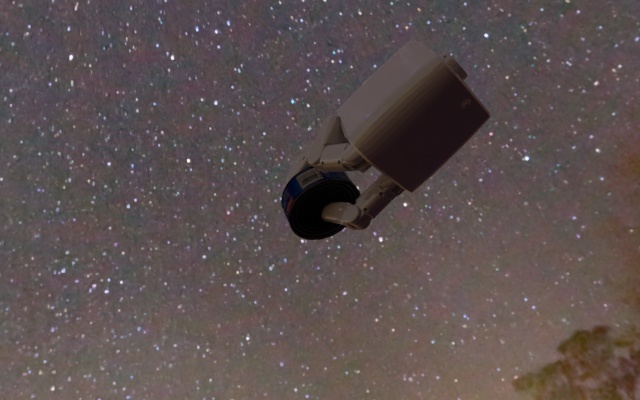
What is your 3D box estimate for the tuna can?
[{"bbox_3d":[0.000,0.001,0.536,0.086,0.086,0.033,0,38,-28],"label":"tuna can"}]
